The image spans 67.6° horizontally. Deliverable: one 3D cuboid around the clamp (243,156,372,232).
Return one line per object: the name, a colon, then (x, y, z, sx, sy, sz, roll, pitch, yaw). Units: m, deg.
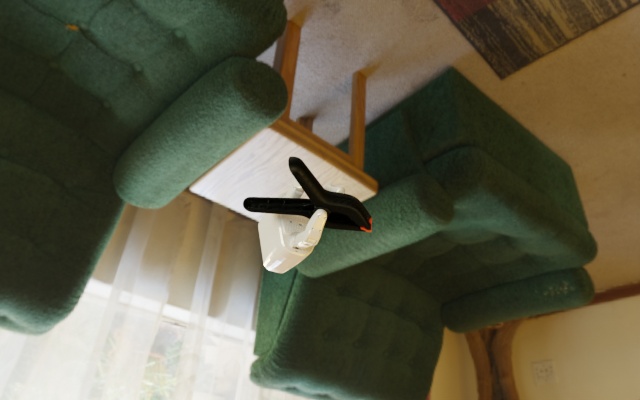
clamp: (0.000, 0.003, 0.753, 0.210, 0.036, 0.165, 18, -31, -20)
